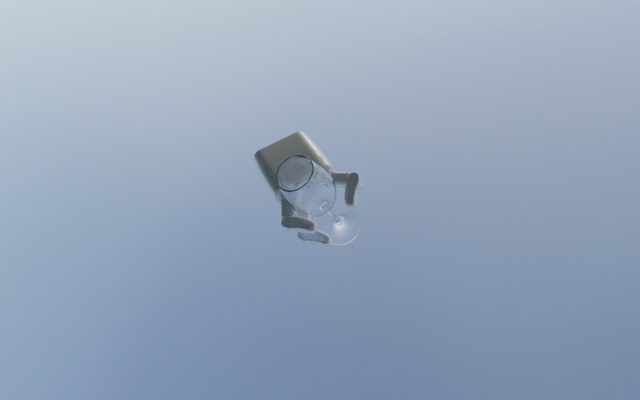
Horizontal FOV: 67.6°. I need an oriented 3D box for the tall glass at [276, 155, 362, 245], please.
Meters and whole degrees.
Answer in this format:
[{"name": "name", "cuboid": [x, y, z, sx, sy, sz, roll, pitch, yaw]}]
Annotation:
[{"name": "tall glass", "cuboid": [0.001, 0.003, 0.779, 0.079, 0.079, 0.201, 0, -26, 25]}]
